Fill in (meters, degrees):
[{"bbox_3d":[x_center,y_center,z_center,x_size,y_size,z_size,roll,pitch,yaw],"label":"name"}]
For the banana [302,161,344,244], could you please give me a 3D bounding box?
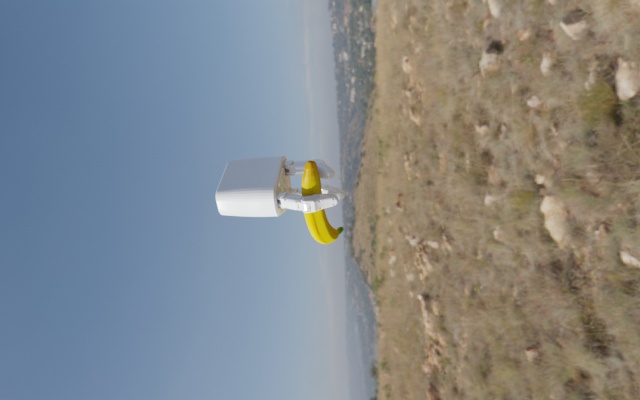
[{"bbox_3d":[-0.003,0.019,0.829,0.037,0.069,0.198,1,-38,20],"label":"banana"}]
